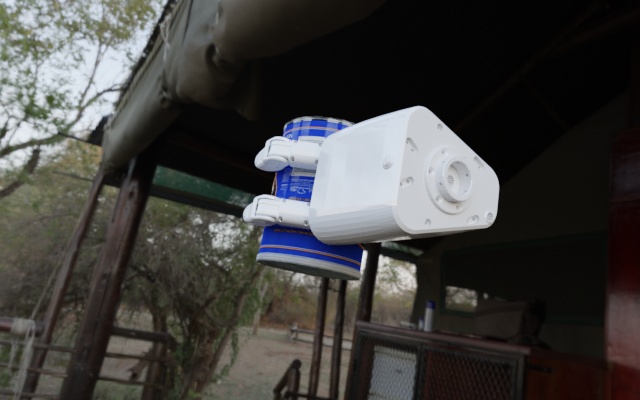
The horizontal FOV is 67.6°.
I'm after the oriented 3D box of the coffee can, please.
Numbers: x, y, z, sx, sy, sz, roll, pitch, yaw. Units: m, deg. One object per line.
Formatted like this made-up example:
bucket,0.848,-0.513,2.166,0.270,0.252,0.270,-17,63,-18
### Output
coffee can,0.000,0.002,0.479,0.103,0.140,0.103,10,-13,2
